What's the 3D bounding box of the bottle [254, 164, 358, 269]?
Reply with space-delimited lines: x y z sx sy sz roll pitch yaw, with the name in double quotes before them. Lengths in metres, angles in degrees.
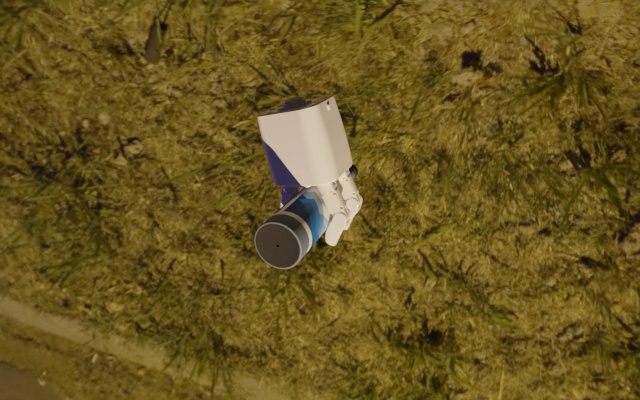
"bottle" 0.000 0.003 0.722 0.069 0.069 0.295 0 22 23
